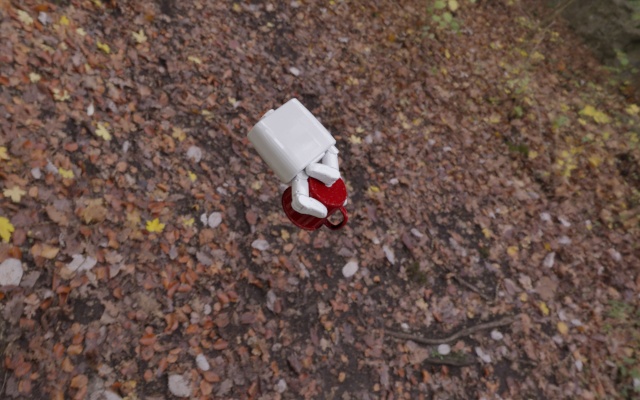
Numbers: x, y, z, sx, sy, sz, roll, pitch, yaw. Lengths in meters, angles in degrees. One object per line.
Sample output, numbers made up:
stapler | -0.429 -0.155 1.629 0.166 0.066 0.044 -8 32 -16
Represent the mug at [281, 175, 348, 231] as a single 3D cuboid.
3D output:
mug | 0.001 0.004 0.831 0.081 0.117 0.093 -41 2 43
